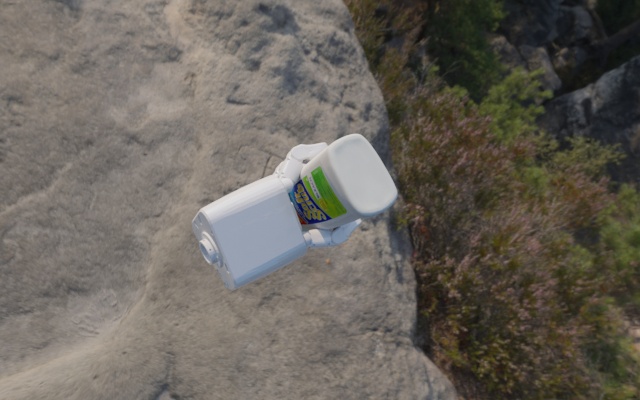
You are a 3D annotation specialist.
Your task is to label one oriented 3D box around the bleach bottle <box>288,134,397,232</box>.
[{"bbox_3d":[0.000,0.002,0.655,0.068,0.102,0.251,-27,-4,-28],"label":"bleach bottle"}]
